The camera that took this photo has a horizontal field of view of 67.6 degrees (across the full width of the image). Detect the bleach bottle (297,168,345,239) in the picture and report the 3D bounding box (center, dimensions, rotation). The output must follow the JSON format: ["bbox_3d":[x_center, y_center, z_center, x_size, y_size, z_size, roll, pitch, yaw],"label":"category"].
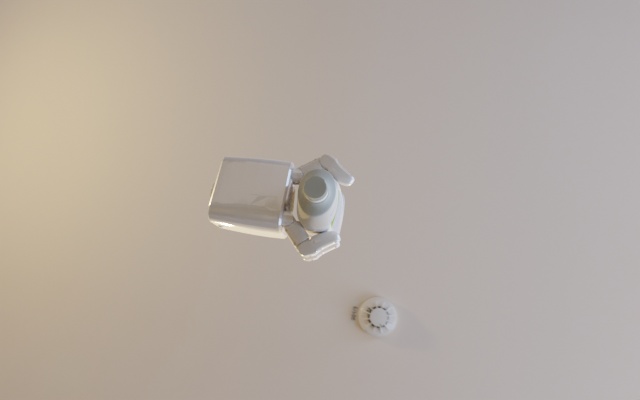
[{"bbox_3d":[0.000,0.002,0.704,0.068,0.102,0.251,7,-12,4],"label":"bleach bottle"}]
